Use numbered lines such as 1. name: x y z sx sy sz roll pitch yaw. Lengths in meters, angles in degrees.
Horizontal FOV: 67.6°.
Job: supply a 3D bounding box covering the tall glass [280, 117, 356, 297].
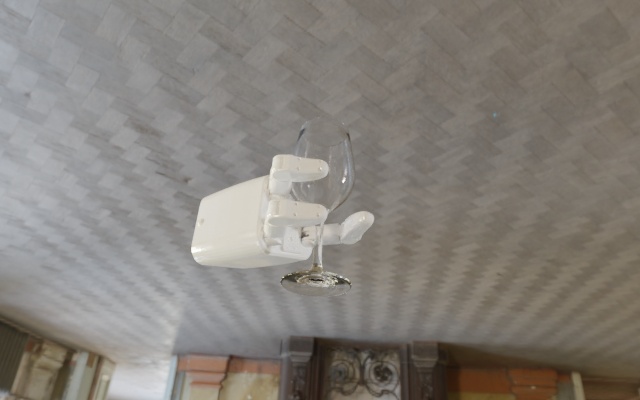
1. tall glass: 0.000 0.002 0.544 0.079 0.201 0.079 3 -30 2
